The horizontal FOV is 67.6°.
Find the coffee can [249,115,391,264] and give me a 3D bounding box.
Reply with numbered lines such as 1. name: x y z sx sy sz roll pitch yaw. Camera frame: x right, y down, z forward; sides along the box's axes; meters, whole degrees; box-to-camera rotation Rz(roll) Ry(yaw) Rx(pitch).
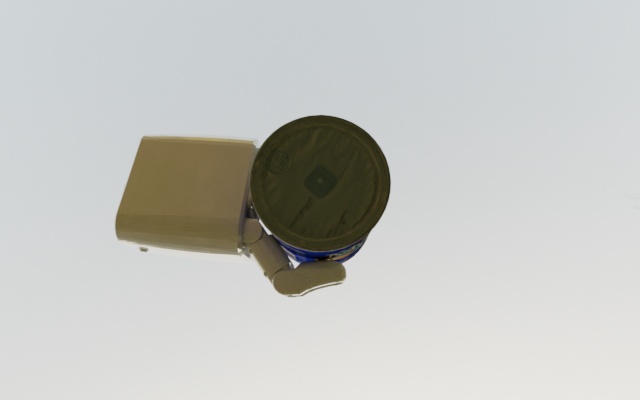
1. coffee can: 0.000 0.001 0.412 0.103 0.102 0.140 0 -13 0
